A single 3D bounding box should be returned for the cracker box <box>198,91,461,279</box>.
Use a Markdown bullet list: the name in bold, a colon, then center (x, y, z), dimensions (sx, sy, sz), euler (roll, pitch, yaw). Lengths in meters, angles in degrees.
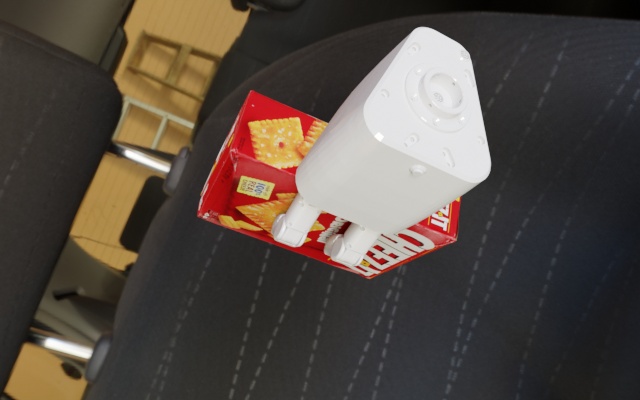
- **cracker box**: center (0.000, 0.001, 0.469), dimensions (0.214, 0.072, 0.164), euler (22, -28, -16)
